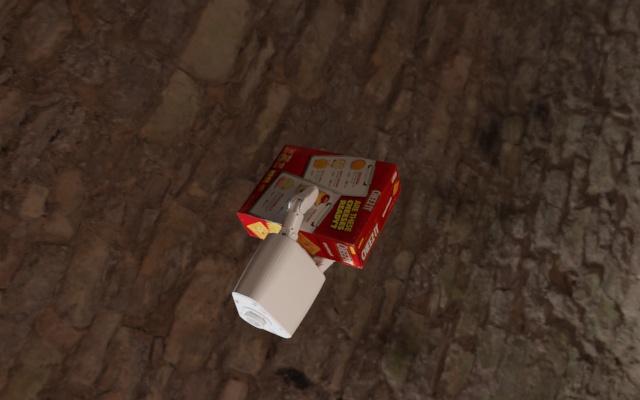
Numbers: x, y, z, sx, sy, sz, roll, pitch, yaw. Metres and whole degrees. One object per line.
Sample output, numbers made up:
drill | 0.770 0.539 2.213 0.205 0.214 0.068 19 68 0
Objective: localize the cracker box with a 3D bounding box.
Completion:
cracker box | 0.000 0.002 0.771 0.213 0.164 0.072 14 -34 28
